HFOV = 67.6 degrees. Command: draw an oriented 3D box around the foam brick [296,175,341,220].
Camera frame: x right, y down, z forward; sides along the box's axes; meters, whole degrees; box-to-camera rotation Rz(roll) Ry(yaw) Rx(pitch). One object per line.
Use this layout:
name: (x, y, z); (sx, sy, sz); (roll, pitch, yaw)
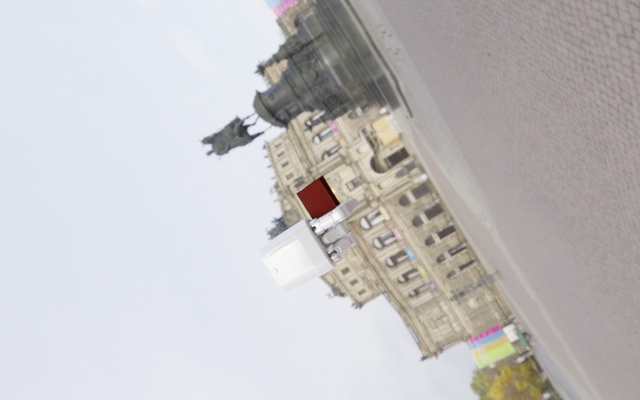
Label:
foam brick: (0.000, 0.003, 0.859); (0.051, 0.078, 0.053); (-31, 3, 12)
